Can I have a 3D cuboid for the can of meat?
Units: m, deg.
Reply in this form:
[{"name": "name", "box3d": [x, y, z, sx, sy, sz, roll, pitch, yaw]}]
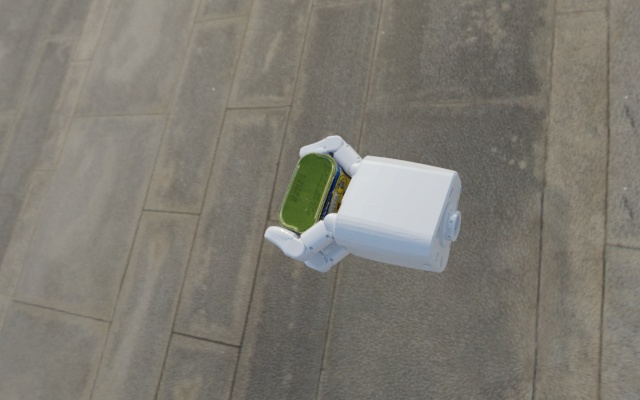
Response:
[{"name": "can of meat", "box3d": [0.000, 0.002, 0.578, 0.057, 0.102, 0.084, 15, -11, 27]}]
